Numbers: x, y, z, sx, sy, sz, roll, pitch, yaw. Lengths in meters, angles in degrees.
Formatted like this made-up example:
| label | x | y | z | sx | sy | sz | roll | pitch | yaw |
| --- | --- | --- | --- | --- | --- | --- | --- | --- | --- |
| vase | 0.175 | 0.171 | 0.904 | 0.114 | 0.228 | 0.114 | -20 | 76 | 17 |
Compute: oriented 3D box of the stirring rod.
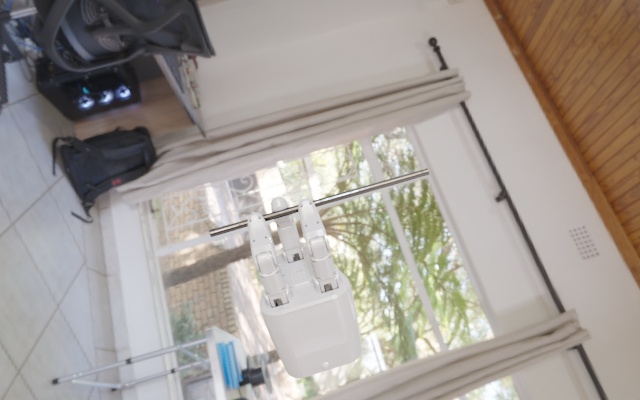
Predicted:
| label | x | y | z | sx | sy | sz | roll | pitch | yaw |
| --- | --- | --- | --- | --- | --- | --- | --- | --- | --- |
| stirring rod | 0.000 | 0.002 | 0.507 | 0.239 | 0.011 | 0.011 | -16 | 1 | -3 |
